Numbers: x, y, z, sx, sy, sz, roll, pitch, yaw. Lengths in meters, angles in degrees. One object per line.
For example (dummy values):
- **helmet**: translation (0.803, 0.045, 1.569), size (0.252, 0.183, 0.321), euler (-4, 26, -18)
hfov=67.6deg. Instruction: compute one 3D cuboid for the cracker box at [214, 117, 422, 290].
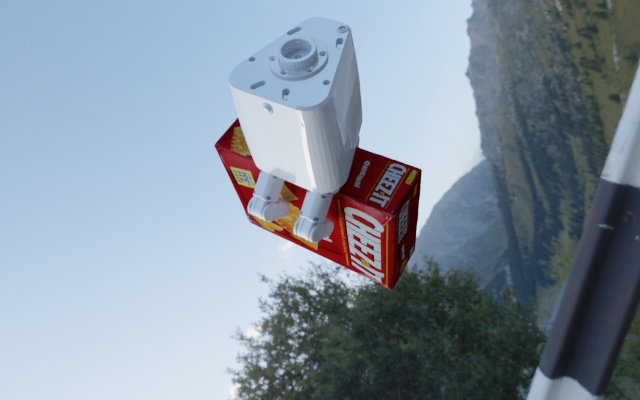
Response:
- **cracker box**: translation (0.000, 0.002, 0.547), size (0.213, 0.072, 0.164), euler (23, -28, 22)
